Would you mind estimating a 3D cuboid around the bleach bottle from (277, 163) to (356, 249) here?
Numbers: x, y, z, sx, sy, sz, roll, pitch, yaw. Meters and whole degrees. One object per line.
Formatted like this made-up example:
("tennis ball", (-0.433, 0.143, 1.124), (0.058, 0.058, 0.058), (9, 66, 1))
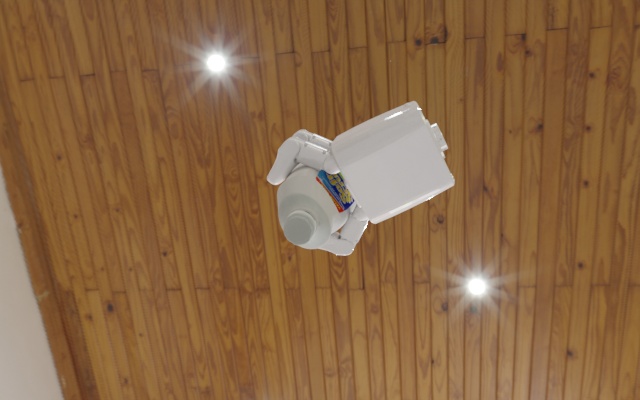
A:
("bleach bottle", (0.000, 0.002, 0.575), (0.068, 0.102, 0.250), (-26, 11, 15))
